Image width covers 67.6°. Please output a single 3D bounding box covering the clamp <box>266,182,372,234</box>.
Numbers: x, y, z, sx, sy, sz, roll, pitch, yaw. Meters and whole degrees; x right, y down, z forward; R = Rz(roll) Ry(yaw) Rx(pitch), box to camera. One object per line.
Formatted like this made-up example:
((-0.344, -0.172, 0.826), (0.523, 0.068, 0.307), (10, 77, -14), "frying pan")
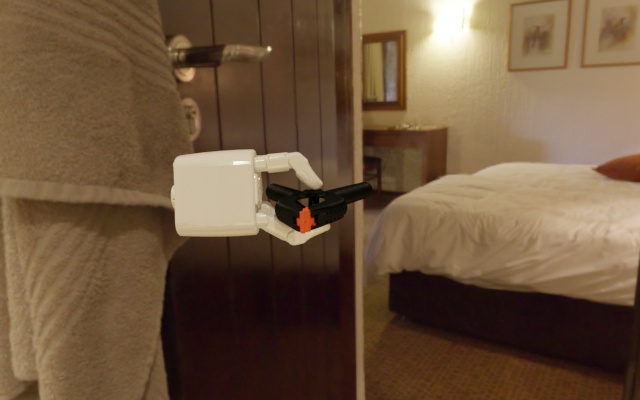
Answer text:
((0.000, 0.001, 0.658), (0.164, 0.036, 0.210), (-3, 12, -1), "clamp")
